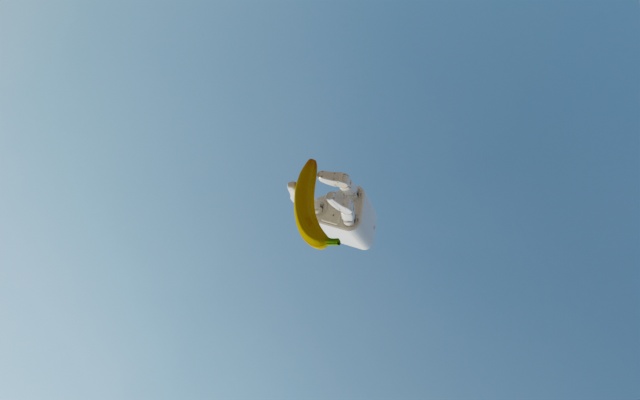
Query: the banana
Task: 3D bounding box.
[{"bbox_3d":[-0.015,0.013,0.836,0.069,0.197,0.037,-26,-38,12],"label":"banana"}]
